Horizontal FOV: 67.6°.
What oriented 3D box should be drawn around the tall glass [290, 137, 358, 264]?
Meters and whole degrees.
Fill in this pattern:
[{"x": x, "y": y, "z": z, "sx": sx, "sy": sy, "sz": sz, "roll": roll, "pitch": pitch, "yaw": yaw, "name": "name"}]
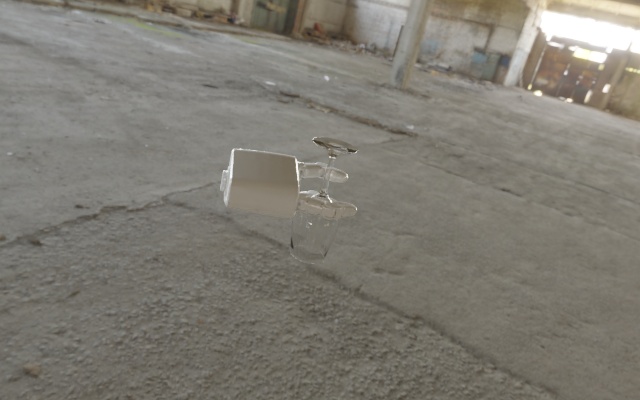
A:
[{"x": 0.000, "y": 0.002, "z": 0.785, "sx": 0.079, "sy": 0.201, "sz": 0.079, "roll": 12, "pitch": 21, "yaw": -5, "name": "tall glass"}]
